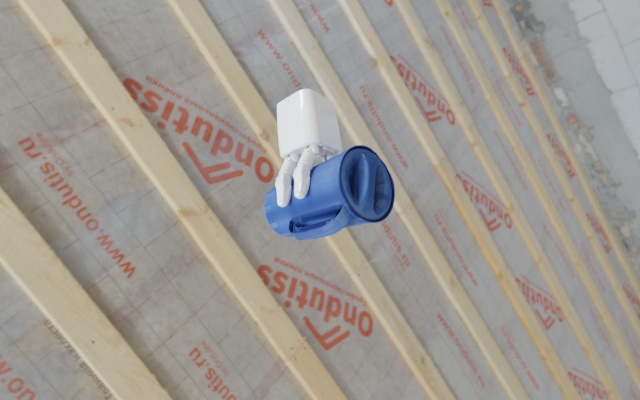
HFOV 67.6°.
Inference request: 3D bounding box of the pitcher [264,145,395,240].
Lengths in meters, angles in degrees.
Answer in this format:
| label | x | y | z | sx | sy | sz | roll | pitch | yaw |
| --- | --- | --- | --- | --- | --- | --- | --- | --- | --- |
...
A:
| label | x | y | z | sx | sy | sz | roll | pitch | yaw |
| --- | --- | --- | --- | --- | --- | --- | --- | --- | --- |
| pitcher | 0.000 | 0.003 | 0.868 | 0.149 | 0.145 | 0.243 | 1 | -13 | -42 |
